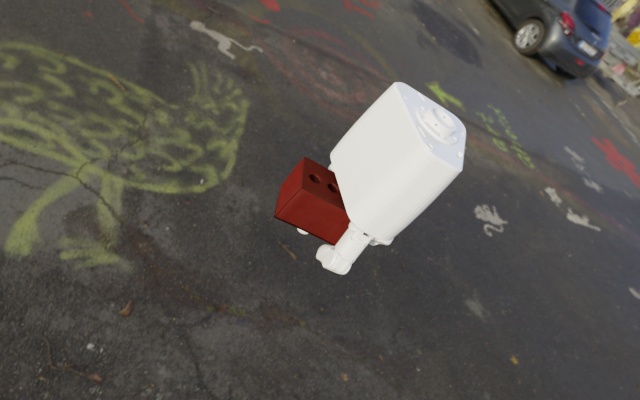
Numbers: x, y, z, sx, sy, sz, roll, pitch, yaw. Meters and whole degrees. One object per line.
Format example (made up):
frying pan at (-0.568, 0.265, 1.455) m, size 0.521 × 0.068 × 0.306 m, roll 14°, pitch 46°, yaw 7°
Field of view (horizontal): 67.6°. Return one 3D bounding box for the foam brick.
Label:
foam brick at (0.000, 0.002, 0.498) m, size 0.078 × 0.053 × 0.051 m, roll 26°, pitch -51°, yaw -20°
